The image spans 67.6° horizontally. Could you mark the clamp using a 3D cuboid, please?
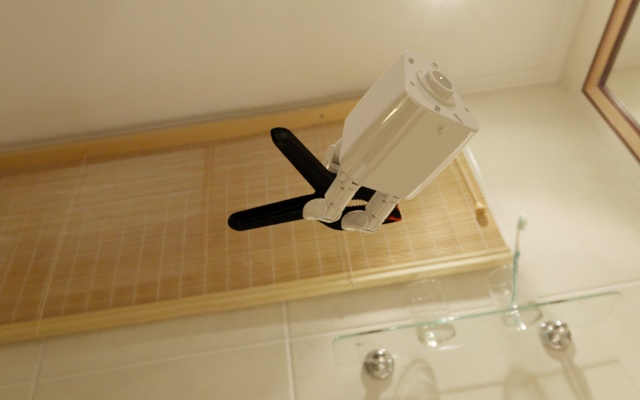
[{"bbox_3d":[0.001,0.001,0.577,0.210,0.036,0.165,17,-45,-28],"label":"clamp"}]
